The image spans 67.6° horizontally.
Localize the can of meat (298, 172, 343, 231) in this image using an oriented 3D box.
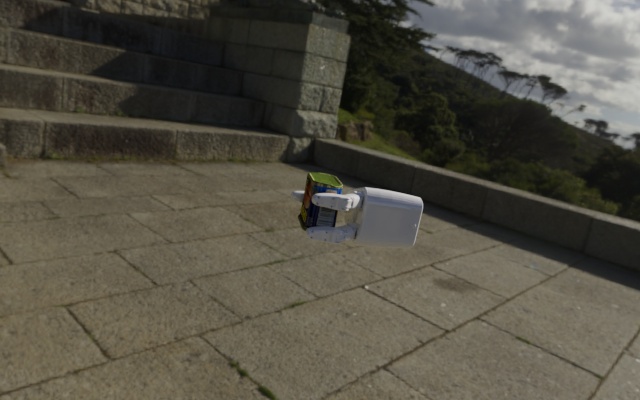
[{"bbox_3d":[0.000,0.002,0.802,0.057,0.084,0.102,9,13,-11],"label":"can of meat"}]
